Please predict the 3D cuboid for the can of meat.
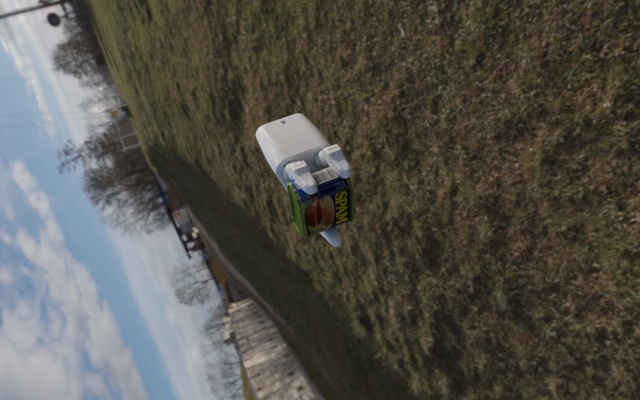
[{"bbox_3d":[0.000,0.003,0.708,0.084,0.057,0.102,-21,-39,-14],"label":"can of meat"}]
